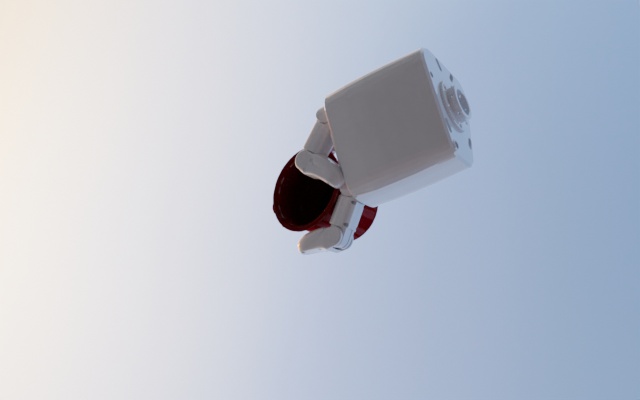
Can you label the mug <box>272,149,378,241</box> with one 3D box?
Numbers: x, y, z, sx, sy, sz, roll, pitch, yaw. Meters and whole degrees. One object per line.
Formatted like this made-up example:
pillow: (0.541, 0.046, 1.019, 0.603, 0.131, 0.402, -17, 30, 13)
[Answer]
mug: (-0.001, 0.002, 0.527, 0.117, 0.093, 0.081, -20, -30, 36)
